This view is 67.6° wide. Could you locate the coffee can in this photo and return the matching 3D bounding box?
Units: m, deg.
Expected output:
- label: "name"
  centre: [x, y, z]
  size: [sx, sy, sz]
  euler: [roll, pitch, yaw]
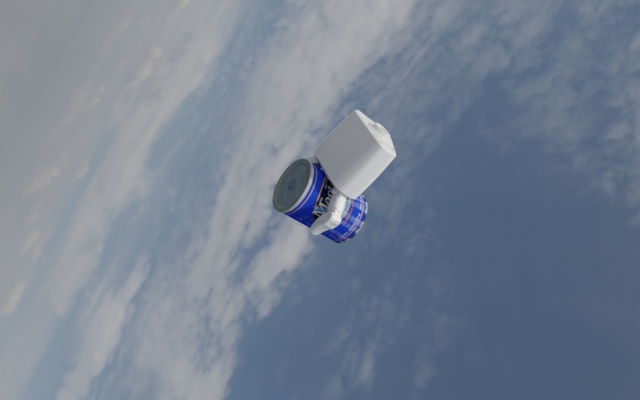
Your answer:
- label: "coffee can"
  centre: [0.000, 0.003, 0.856]
  size: [0.140, 0.102, 0.103]
  euler: [31, -18, -32]
